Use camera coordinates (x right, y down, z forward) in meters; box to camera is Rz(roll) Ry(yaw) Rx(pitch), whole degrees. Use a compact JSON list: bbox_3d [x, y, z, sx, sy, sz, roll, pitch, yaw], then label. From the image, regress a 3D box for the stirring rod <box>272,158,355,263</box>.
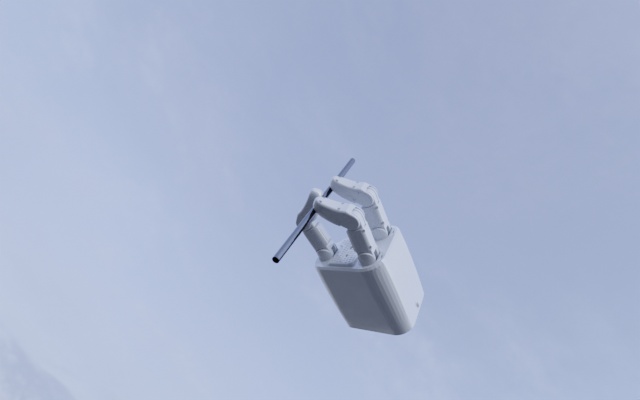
[{"bbox_3d":[0.000,0.002,0.571,0.011,0.011,0.239,0,29,25],"label":"stirring rod"}]
